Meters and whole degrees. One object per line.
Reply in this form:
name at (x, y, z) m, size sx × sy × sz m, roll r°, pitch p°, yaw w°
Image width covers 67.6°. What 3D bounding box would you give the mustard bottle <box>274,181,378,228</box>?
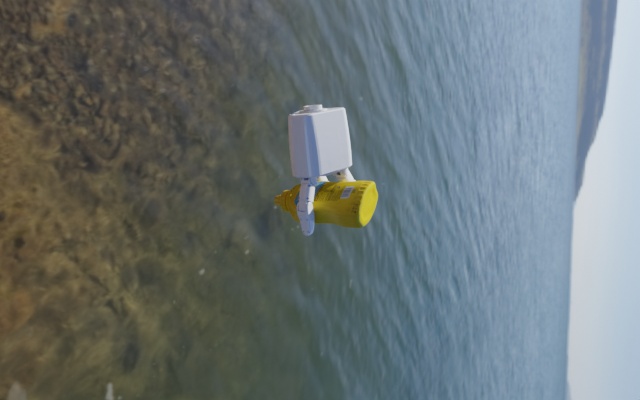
mustard bottle at (0.000, 0.003, 0.863) m, size 0.191 × 0.058 × 0.096 m, roll 2°, pitch 42°, yaw 28°
